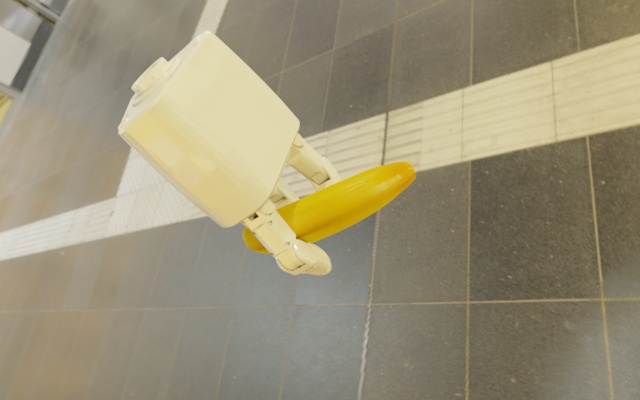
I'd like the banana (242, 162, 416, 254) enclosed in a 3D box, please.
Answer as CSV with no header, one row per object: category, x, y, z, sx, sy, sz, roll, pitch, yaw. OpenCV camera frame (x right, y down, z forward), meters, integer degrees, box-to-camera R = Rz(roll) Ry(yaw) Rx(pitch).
banana,-0.011,0.012,0.414,0.198,0.037,0.069,-21,19,42
